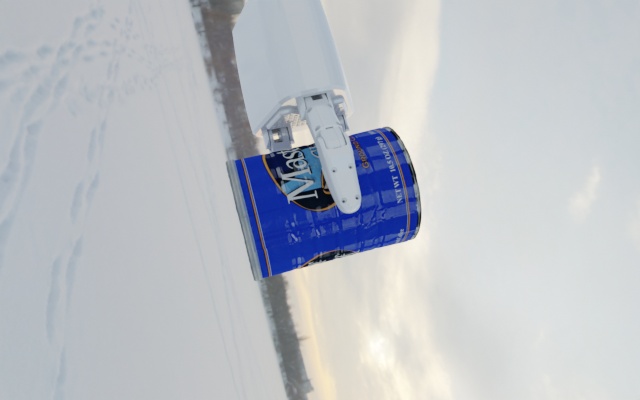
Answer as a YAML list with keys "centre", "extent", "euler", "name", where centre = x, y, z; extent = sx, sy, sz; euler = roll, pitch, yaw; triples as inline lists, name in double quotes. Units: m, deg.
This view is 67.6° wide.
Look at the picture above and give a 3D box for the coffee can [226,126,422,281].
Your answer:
- centre: [0.000, 0.002, 0.408]
  extent: [0.140, 0.103, 0.103]
  euler: [-13, 2, -9]
  name: "coffee can"
